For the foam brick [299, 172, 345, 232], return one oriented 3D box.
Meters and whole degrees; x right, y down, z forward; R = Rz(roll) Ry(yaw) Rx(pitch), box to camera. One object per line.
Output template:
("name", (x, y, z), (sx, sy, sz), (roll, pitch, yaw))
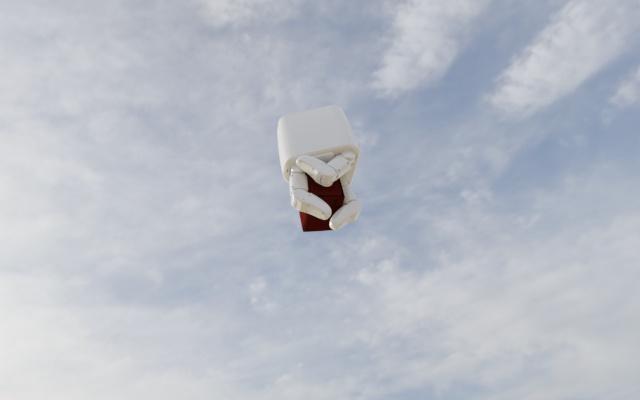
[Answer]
("foam brick", (0.000, 0.003, 0.711), (0.053, 0.051, 0.078), (-1, -43, -15))
